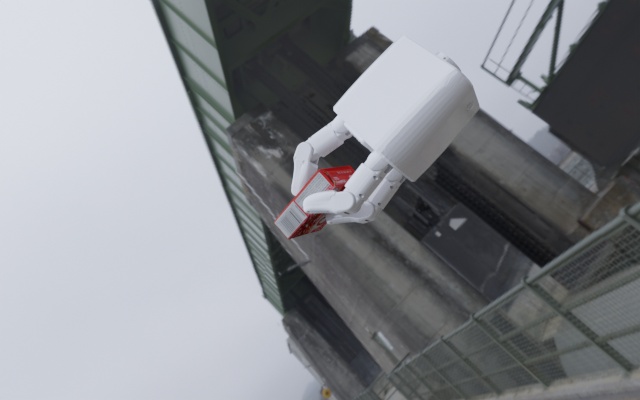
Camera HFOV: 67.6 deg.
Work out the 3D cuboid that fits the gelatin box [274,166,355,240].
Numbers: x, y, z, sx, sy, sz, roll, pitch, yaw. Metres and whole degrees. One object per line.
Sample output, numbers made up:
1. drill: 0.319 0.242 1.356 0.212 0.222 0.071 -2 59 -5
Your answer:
1. gelatin box: 0.000 0.002 0.542 0.089 0.030 0.073 -48 -18 24
